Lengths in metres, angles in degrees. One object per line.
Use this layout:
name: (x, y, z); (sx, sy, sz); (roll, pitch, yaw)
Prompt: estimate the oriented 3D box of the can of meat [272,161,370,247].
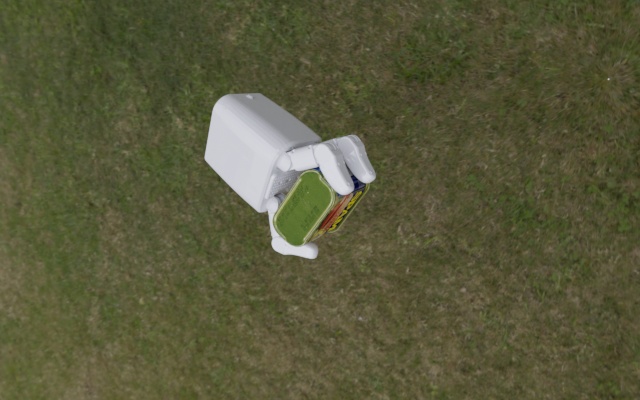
can of meat: (0.000, 0.002, 0.567); (0.057, 0.102, 0.084); (44, 30, 15)
